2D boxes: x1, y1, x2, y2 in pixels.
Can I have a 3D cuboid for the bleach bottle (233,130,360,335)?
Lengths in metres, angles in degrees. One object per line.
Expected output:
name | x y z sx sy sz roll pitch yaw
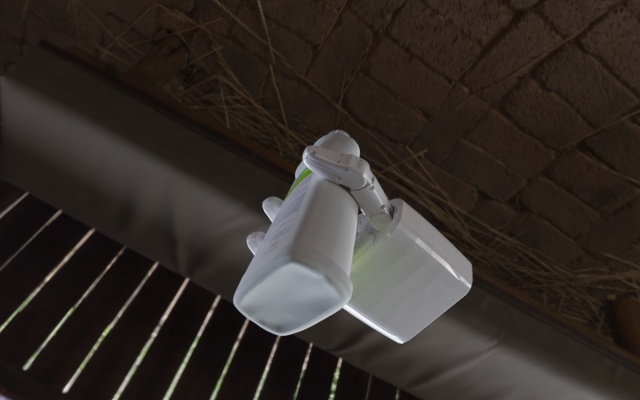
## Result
bleach bottle | 0.000 0.002 0.460 0.068 0.250 0.103 39 -52 -16
